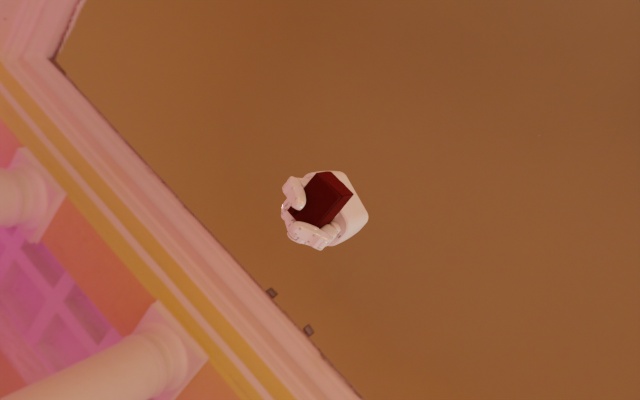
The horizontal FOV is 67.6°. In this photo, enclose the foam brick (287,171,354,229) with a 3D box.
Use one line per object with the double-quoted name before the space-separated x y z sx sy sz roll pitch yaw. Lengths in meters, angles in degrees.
"foam brick" 0.000 0.002 0.699 0.053 0.078 0.051 45 23 14
